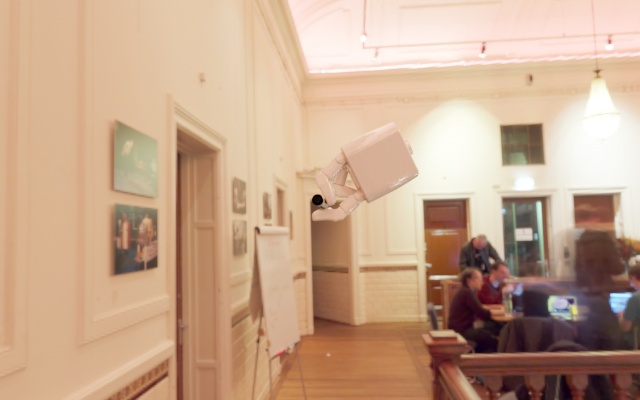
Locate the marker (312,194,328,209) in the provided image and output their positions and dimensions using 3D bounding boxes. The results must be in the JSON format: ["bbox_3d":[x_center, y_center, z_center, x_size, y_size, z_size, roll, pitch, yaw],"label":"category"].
[{"bbox_3d":[0.000,0.003,0.823,0.020,0.020,0.121,0,-4,5],"label":"marker"}]
